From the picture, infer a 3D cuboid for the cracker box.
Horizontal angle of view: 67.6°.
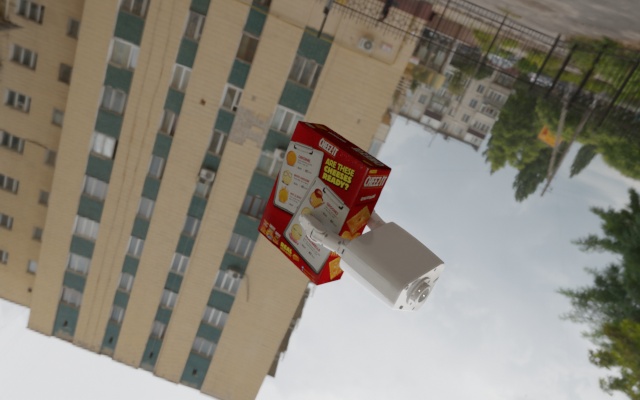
[{"bbox_3d":[0.000,0.003,0.780,0.072,0.214,0.164,-3,34,-48],"label":"cracker box"}]
